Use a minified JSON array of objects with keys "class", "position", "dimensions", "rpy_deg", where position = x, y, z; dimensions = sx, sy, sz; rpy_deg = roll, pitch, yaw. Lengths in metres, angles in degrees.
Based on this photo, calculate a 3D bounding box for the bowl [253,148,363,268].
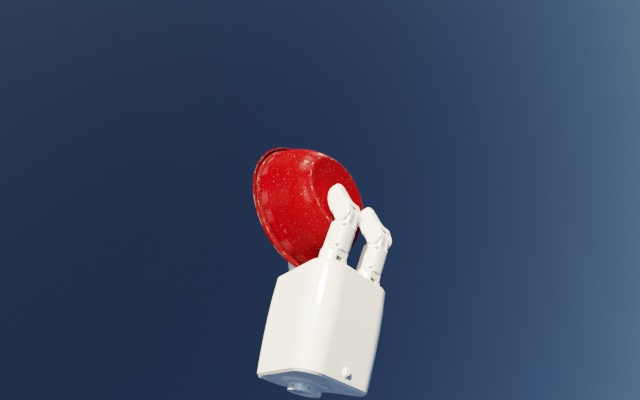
[{"class":"bowl","position":[0.000,0.000,0.552],"dimensions":[0.055,0.162,0.162],"rpy_deg":[-27,-16,34]}]
